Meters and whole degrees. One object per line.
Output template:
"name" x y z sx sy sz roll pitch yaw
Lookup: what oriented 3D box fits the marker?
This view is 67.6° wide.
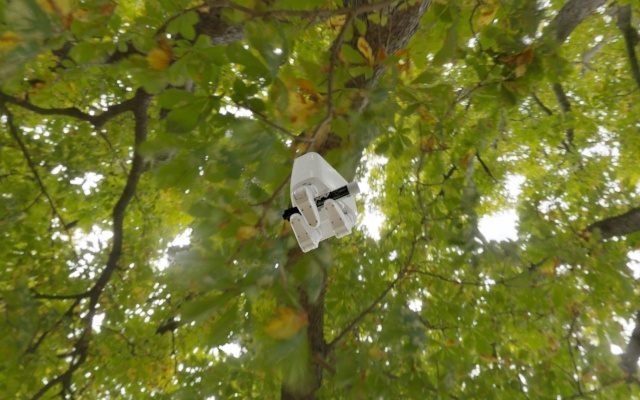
"marker" 0.000 0.002 0.696 0.121 0.020 0.020 -23 -4 10
